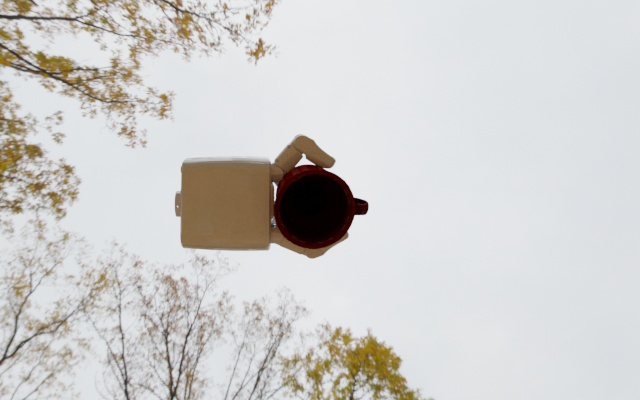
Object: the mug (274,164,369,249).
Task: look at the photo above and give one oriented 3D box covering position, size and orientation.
[{"bbox_3d":[0.001,0.002,0.577,0.117,0.093,0.081,1,13,-9],"label":"mug"}]
